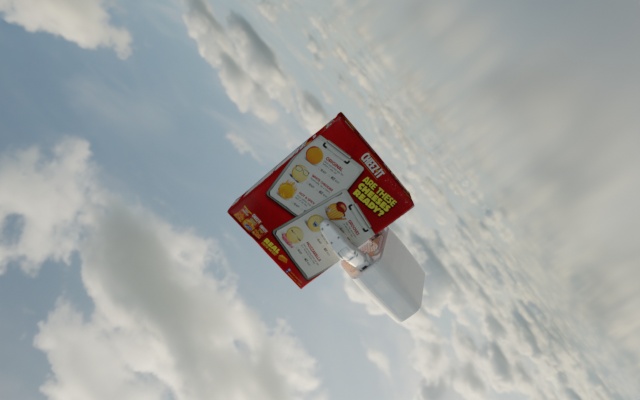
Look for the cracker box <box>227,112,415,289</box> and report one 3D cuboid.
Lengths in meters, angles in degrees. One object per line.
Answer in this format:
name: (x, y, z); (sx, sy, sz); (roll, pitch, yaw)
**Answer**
cracker box: (0.000, 0.002, 0.698); (0.214, 0.164, 0.072); (-38, 13, 15)
